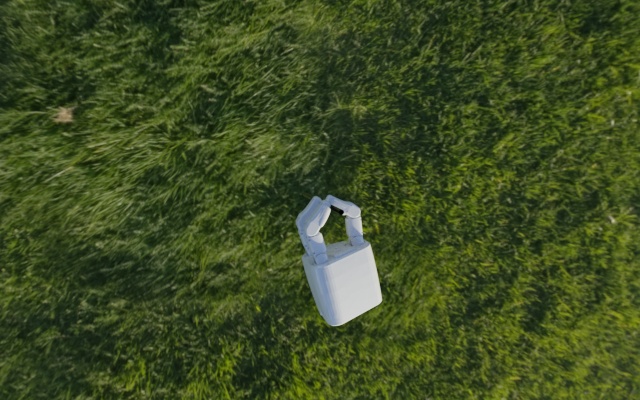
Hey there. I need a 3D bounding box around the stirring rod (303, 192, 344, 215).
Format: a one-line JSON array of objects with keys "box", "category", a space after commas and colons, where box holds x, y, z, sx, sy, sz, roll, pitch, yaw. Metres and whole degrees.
[{"box": [0.000, 0.003, 0.807, 0.011, 0.011, 0.239, 0, 7, -15], "category": "stirring rod"}]
